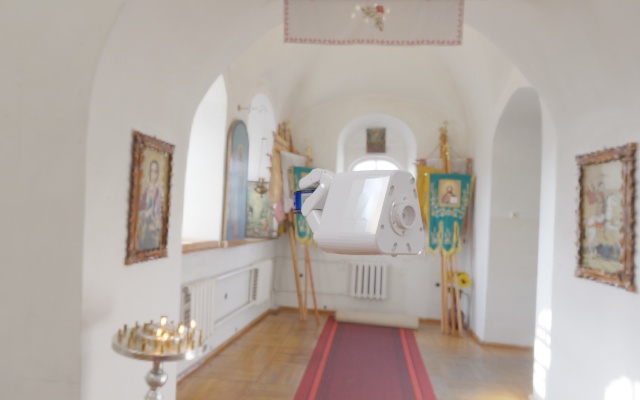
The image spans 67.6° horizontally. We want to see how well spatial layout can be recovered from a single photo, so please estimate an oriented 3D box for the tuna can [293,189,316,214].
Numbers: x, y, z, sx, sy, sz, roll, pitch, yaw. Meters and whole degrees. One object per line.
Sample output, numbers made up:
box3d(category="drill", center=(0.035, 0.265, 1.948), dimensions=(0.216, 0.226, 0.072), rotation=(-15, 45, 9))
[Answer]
box3d(category="tuna can", center=(0.000, 0.002, 0.739), dimensions=(0.086, 0.033, 0.086), rotation=(-1, -5, 0))
